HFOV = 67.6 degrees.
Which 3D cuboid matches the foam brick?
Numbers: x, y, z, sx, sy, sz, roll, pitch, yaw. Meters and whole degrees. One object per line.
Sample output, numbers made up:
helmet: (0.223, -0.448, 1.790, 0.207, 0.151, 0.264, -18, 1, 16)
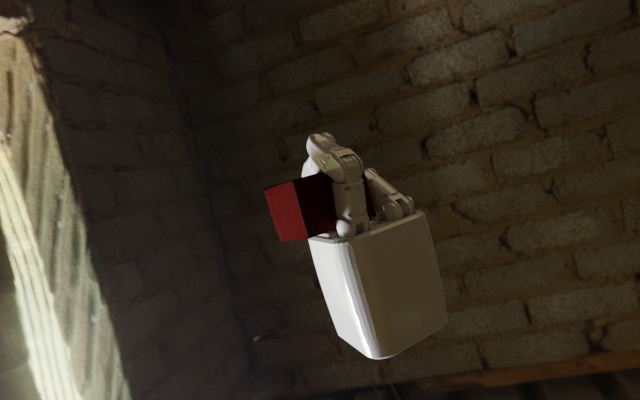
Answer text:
foam brick: (0.000, 0.001, 0.426, 0.078, 0.051, 0.053, -16, 3, -33)
